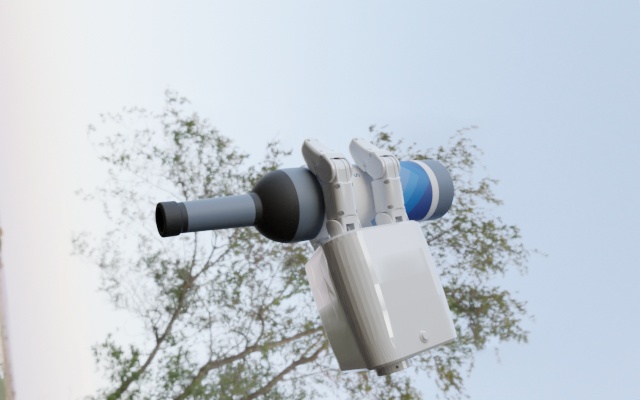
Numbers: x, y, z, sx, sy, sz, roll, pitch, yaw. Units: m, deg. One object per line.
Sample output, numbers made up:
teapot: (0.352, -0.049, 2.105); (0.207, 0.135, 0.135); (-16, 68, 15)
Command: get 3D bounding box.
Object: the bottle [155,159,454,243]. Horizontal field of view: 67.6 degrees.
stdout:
bottle: (0.000, 0.001, 0.442); (0.295, 0.069, 0.069); (-6, 3, -34)
